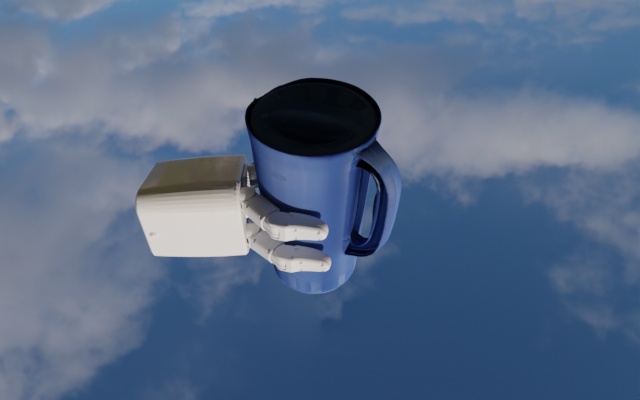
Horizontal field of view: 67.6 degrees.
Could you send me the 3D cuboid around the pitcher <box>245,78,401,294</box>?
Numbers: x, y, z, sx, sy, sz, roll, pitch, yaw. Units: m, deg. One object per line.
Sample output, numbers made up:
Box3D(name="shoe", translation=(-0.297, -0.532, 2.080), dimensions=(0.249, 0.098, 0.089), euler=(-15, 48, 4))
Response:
Box3D(name="pitcher", translation=(0.000, 0.002, 0.538), dimensions=(0.145, 0.243, 0.149), euler=(-2, 45, -2))
